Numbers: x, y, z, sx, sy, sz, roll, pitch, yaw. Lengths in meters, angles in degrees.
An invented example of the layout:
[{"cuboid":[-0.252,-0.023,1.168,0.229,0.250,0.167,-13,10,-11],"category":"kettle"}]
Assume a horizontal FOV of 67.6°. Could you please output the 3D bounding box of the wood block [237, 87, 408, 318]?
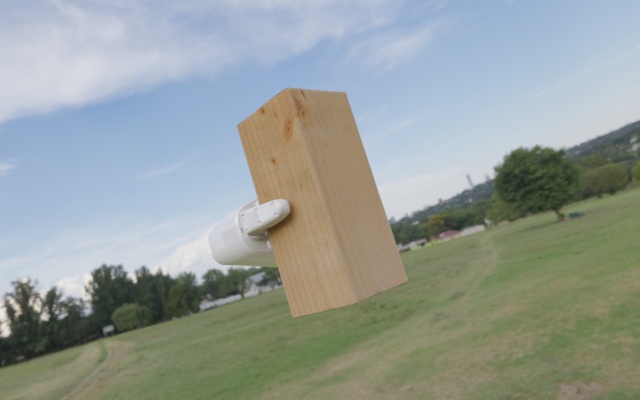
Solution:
[{"cuboid":[0.000,0.002,0.486,0.091,0.206,0.090,-10,-11,-46],"category":"wood block"}]
